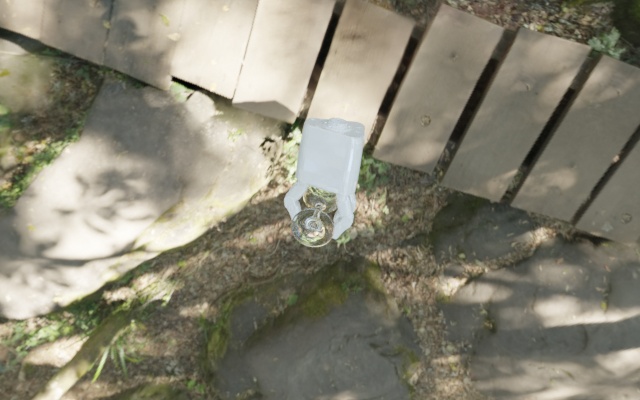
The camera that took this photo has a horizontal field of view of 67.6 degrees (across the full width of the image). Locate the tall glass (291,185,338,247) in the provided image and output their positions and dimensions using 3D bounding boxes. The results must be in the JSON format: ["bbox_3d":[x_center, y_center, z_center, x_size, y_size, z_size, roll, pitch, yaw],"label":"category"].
[{"bbox_3d":[0.000,0.003,0.891,0.079,0.079,0.201,0,26,9],"label":"tall glass"}]
